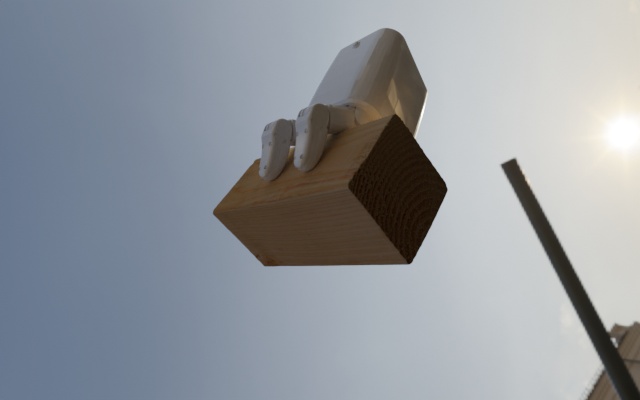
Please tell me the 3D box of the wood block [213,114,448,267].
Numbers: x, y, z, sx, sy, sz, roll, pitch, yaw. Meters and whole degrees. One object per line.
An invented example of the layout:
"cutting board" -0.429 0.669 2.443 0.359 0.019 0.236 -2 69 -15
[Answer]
"wood block" 0.000 0.001 0.456 0.206 0.090 0.091 -10 -52 50
